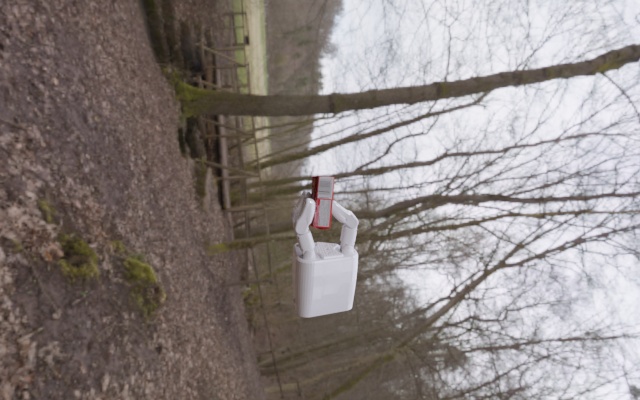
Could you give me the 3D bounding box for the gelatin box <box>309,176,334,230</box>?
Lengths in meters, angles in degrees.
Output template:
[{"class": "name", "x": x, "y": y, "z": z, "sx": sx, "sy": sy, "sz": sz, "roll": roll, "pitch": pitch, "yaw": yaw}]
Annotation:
[{"class": "gelatin box", "x": 0.001, "y": 0.002, "z": 0.816, "sx": 0.030, "sy": 0.089, "sz": 0.073, "roll": 5, "pitch": 1, "yaw": -9}]
